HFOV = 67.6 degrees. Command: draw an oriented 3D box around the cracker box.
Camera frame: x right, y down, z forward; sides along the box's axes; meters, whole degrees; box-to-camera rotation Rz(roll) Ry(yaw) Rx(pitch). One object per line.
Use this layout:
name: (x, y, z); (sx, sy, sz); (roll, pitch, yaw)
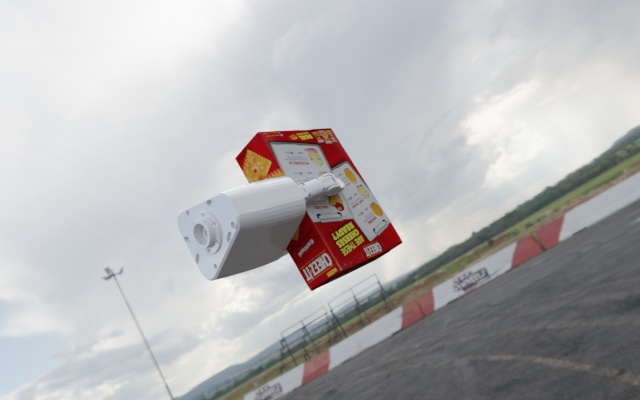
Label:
cracker box: (0.000, 0.002, 0.678); (0.072, 0.213, 0.164); (-40, -16, 36)
